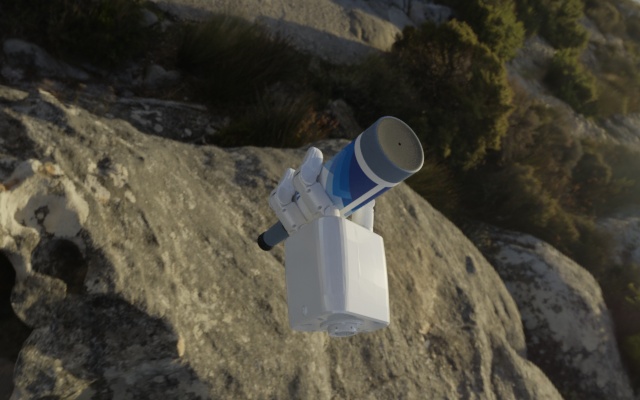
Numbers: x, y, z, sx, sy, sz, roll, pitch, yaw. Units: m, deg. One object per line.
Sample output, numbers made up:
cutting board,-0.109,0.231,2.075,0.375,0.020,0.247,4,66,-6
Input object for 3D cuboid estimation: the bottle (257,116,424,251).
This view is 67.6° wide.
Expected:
bottle,0.000,0.002,0.594,0.069,0.069,0.296,0,-24,-37
